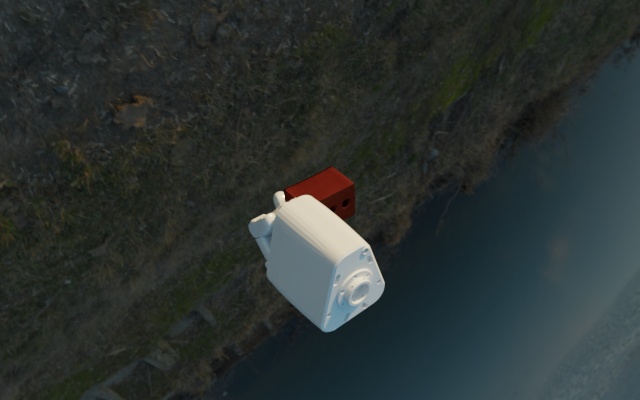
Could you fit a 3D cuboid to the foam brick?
[{"bbox_3d":[0.000,0.002,0.609,0.078,0.053,0.051,-28,44,-26],"label":"foam brick"}]
